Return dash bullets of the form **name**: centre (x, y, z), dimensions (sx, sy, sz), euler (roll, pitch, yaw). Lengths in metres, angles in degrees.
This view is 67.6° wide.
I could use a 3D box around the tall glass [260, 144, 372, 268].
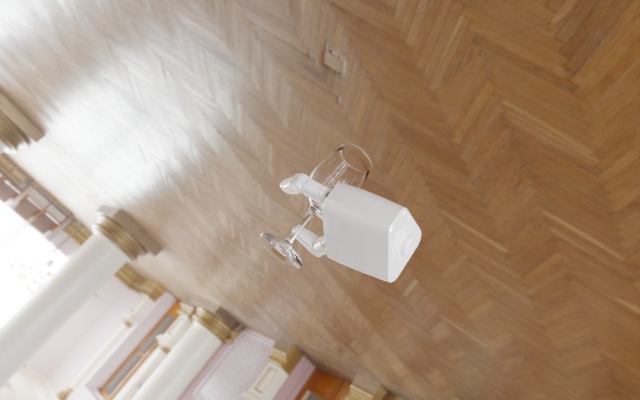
- **tall glass**: centre (0.000, 0.003, 0.720), dimensions (0.079, 0.201, 0.079), euler (30, -27, 17)
